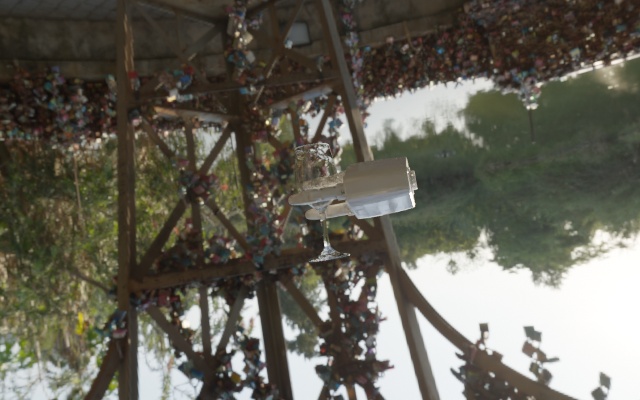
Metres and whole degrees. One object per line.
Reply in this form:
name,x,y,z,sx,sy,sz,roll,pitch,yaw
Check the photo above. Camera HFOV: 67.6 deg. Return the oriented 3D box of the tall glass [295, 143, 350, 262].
tall glass,0.000,0.003,0.845,0.079,0.201,0.079,-9,-3,-1
